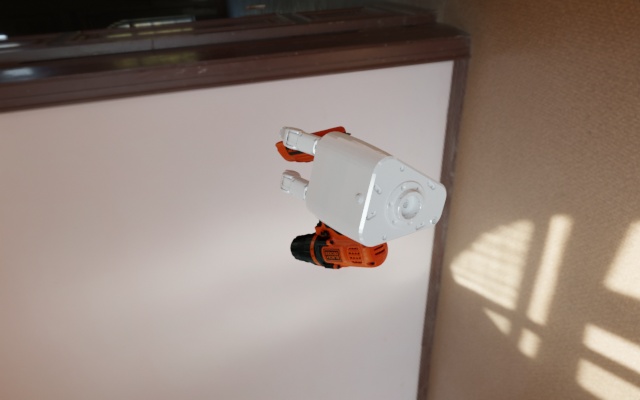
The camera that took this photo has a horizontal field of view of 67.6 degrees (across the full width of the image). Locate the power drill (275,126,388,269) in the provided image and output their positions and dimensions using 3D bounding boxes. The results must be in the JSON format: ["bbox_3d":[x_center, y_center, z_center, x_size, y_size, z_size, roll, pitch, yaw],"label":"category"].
[{"bbox_3d":[0.000,0.002,0.648,0.057,0.188,0.184,-24,11,-38],"label":"power drill"}]
